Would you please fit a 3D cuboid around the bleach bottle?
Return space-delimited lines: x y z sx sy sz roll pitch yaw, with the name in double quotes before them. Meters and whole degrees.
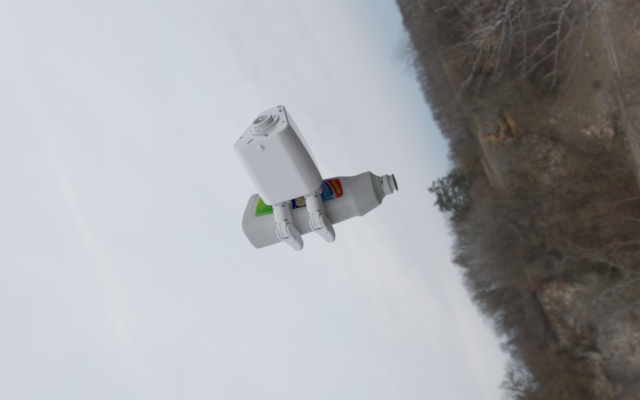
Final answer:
"bleach bottle" 0.000 0.003 0.765 0.251 0.068 0.102 -17 32 19
